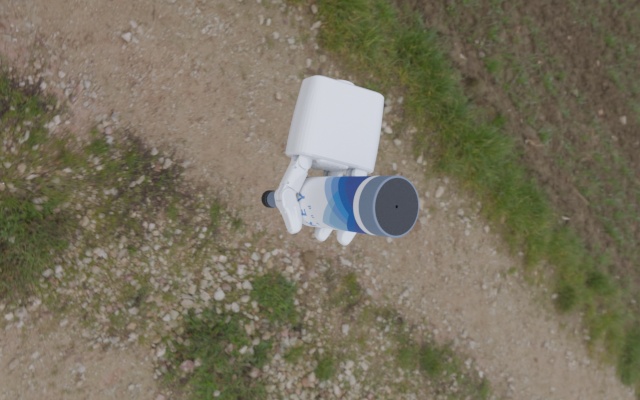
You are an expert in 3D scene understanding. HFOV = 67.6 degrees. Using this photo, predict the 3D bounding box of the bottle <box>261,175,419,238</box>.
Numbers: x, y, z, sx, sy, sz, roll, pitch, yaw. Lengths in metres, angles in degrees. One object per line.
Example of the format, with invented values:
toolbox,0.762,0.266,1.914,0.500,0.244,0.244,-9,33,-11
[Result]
bottle,0.000,0.002,0.628,0.069,0.069,0.295,0,2,-34
